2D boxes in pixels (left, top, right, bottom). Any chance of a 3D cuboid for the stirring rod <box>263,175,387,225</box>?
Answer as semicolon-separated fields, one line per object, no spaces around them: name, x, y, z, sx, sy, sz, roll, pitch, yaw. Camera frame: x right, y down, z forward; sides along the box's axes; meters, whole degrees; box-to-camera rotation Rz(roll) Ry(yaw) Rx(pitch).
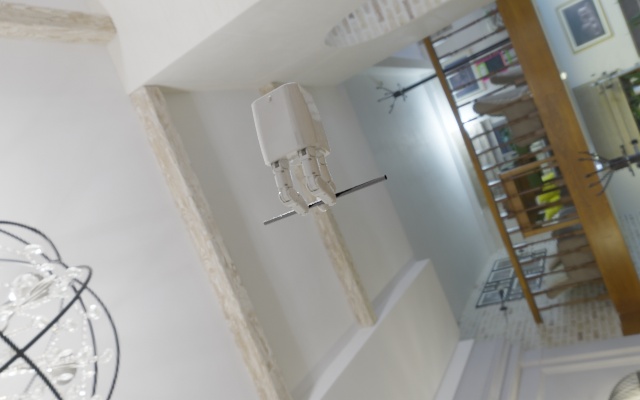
stirring rod;0.000;0.002;0.768;0.239;0.011;0.011;-21;-11;31
